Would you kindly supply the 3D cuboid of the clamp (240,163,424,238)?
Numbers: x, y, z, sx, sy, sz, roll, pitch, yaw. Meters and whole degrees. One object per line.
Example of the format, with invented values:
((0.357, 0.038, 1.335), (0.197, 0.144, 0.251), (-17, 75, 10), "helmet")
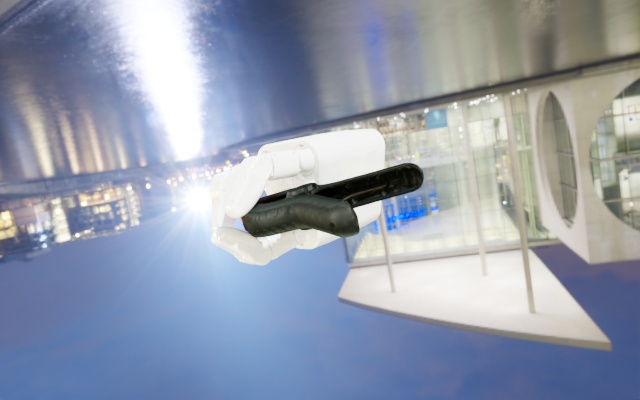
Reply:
((0.000, 0.002, 0.406), (0.120, 0.039, 0.171), (-19, 11, -42), "clamp")
